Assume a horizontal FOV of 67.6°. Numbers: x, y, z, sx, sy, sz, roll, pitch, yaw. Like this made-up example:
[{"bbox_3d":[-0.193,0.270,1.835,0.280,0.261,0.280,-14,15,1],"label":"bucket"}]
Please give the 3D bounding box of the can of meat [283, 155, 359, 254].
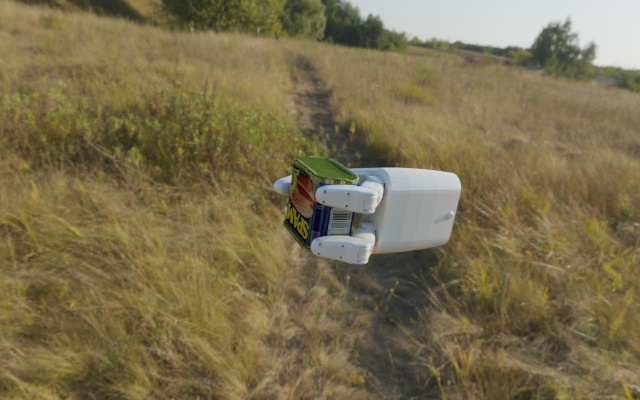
[{"bbox_3d":[0.000,0.001,0.534,0.057,0.084,0.102,1,19,-23],"label":"can of meat"}]
